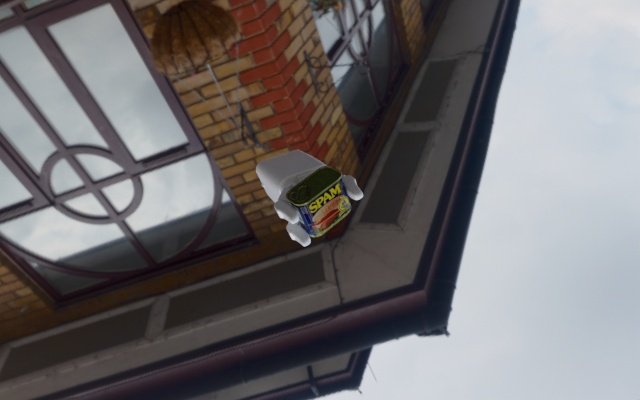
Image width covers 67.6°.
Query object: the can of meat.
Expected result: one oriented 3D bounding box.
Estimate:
[{"bbox_3d":[0.000,0.003,0.841,0.102,0.084,0.057,-37,41,-19],"label":"can of meat"}]
